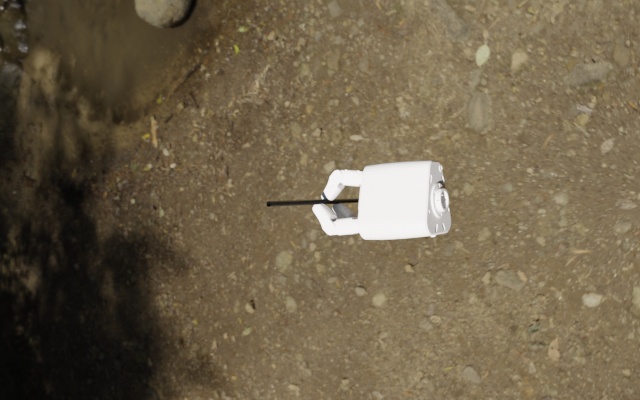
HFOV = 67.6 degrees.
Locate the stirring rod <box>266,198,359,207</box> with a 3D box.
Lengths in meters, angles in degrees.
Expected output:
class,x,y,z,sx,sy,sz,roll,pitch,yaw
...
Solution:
class,x,y,z,sx,sy,sz,roll,pitch,yaw
stirring rod,0.000,0.002,0.747,0.011,0.011,0.239,0,1,36
